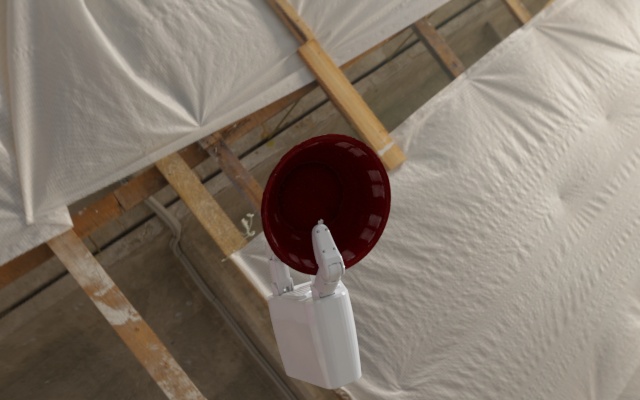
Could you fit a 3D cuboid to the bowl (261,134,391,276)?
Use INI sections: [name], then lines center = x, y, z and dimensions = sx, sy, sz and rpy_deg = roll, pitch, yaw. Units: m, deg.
[bowl]
center = 0.000, 0.000, 0.554
dimensions = 0.162, 0.162, 0.055
rpy_deg = 0, 12, -26
